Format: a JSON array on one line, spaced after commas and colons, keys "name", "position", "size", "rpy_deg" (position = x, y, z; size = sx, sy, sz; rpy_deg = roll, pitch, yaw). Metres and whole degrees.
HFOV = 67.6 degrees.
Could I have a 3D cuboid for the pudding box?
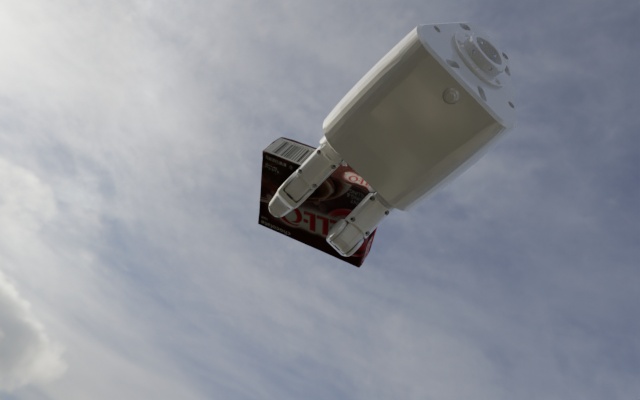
[{"name": "pudding box", "position": [0.000, 0.001, 0.440], "size": [0.113, 0.090, 0.039], "rpy_deg": [23, 41, 16]}]
